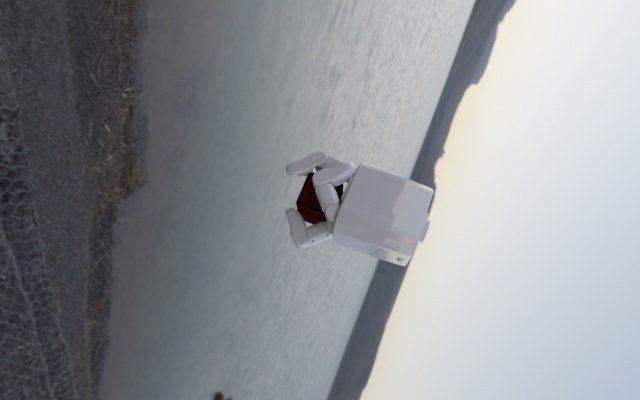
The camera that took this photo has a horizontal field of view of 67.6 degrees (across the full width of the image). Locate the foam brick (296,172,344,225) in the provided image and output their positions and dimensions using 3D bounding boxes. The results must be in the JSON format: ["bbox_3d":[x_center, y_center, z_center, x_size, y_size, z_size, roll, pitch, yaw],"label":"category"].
[{"bbox_3d":[0.000,0.002,0.687,0.051,0.053,0.078,20,-17,9],"label":"foam brick"}]
